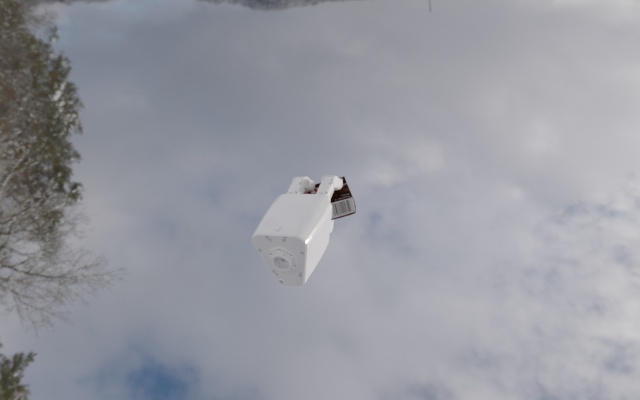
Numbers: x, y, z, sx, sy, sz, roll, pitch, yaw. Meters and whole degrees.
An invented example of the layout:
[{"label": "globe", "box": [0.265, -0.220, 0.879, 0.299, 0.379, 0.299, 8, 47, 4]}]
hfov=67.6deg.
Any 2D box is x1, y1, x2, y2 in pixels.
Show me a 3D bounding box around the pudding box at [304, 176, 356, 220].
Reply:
[{"label": "pudding box", "box": [0.000, 0.003, 0.851, 0.113, 0.039, 0.090, -14, 28, -1]}]
